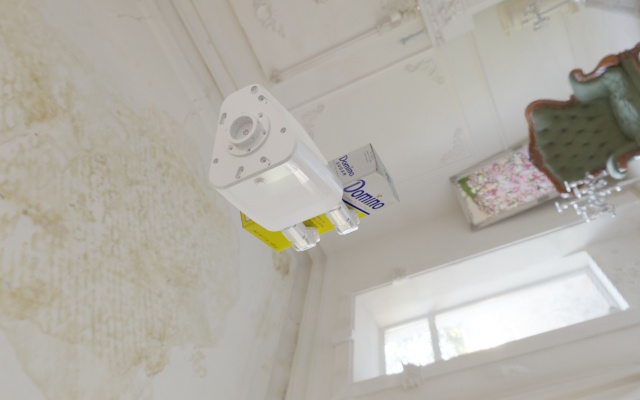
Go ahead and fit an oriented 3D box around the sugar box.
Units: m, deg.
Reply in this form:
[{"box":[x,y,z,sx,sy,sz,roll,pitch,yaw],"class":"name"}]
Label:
[{"box":[0.000,0.002,0.585,0.176,0.048,0.093,-21,-31,15],"class":"sugar box"}]
